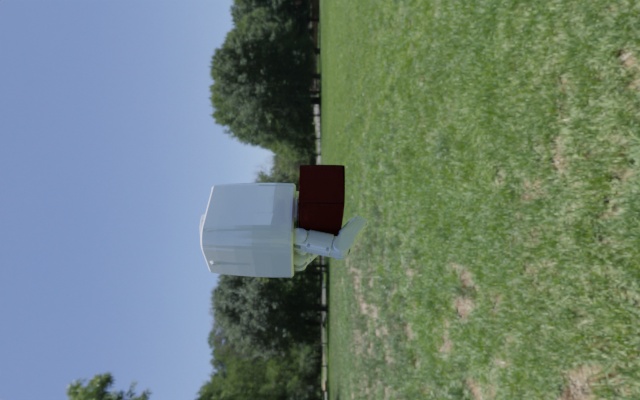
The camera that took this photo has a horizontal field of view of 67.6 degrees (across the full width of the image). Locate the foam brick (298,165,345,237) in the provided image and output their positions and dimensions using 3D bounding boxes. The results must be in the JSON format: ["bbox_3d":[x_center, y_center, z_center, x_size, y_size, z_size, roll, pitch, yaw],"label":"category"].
[{"bbox_3d":[0.000,0.002,0.553,0.051,0.053,0.078,2,-34,-1],"label":"foam brick"}]
